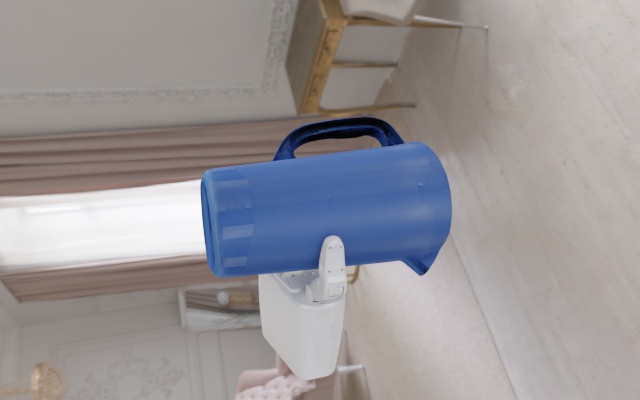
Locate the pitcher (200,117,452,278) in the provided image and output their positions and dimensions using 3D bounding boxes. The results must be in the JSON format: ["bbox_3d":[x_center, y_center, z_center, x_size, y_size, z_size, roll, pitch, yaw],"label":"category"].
[{"bbox_3d":[0.000,0.002,0.507,0.243,0.145,0.149,-6,27,-18],"label":"pitcher"}]
